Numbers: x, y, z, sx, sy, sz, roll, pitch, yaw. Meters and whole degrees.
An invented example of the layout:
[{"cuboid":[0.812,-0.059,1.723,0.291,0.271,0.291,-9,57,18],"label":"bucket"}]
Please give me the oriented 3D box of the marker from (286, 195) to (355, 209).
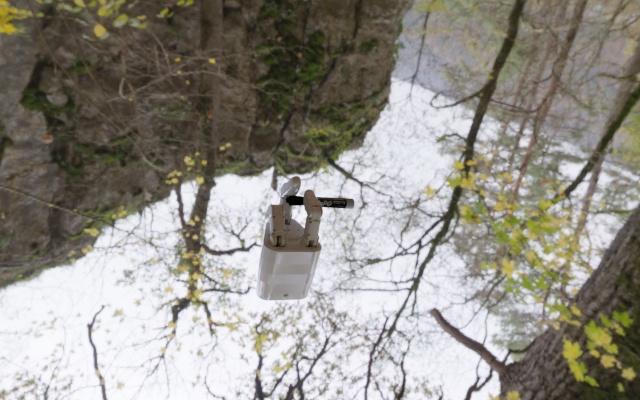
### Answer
[{"cuboid":[0.000,0.003,0.817,0.121,0.020,0.020,3,-1,-21],"label":"marker"}]
